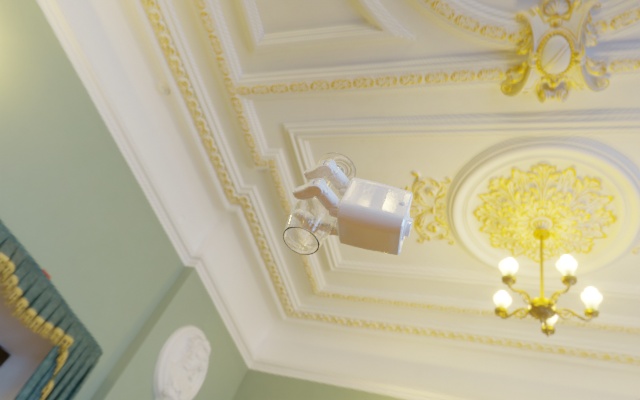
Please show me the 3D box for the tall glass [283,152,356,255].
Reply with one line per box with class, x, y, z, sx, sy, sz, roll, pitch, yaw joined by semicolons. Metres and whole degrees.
tall glass;0.000;0.002;0.828;0.079;0.079;0.201;0;39;24
